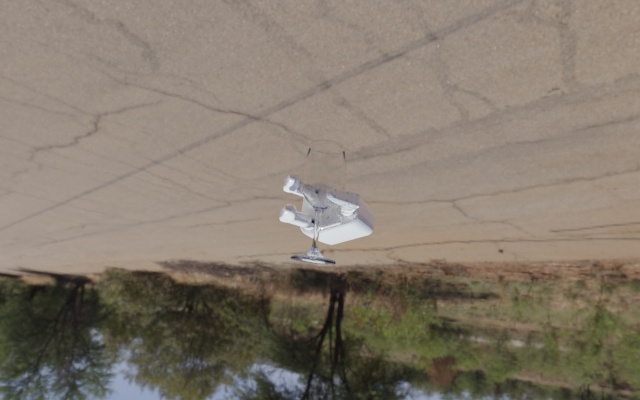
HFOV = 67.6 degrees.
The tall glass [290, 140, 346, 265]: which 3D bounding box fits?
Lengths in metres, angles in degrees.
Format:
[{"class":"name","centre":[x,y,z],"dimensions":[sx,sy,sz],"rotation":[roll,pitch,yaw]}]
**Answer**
[{"class":"tall glass","centre":[0.000,0.003,0.799],"dimensions":[0.079,0.201,0.079],"rotation":[7,-15,2]}]
